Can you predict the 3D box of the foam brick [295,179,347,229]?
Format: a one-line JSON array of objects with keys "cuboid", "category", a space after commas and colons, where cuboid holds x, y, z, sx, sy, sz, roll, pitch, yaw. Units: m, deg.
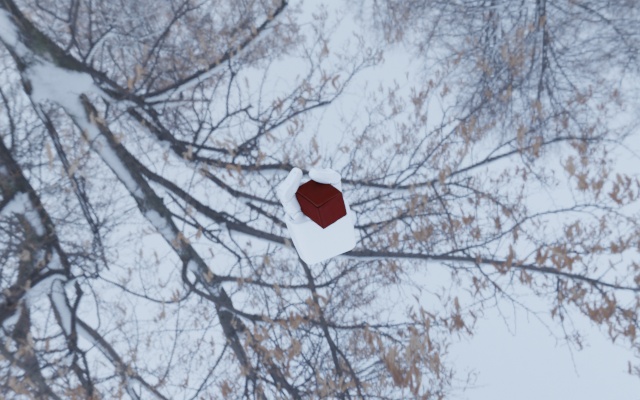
[{"cuboid": [0.000, 0.003, 0.821, 0.053, 0.051, 0.078, -31, 38, -20], "category": "foam brick"}]
